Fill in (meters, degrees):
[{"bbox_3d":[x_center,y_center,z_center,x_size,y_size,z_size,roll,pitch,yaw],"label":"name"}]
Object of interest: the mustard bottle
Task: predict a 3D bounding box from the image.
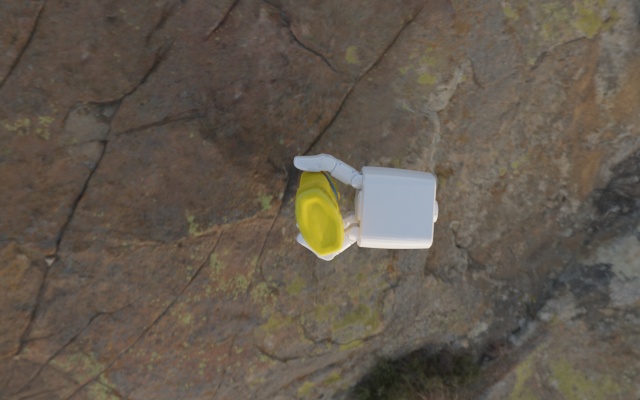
[{"bbox_3d":[0.000,0.002,0.707,0.058,0.096,0.191,-21,16,7],"label":"mustard bottle"}]
